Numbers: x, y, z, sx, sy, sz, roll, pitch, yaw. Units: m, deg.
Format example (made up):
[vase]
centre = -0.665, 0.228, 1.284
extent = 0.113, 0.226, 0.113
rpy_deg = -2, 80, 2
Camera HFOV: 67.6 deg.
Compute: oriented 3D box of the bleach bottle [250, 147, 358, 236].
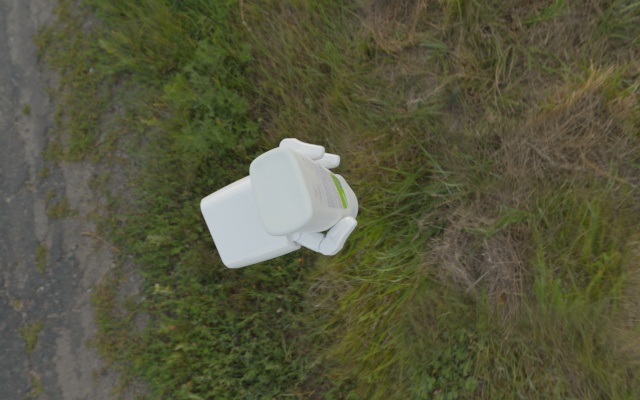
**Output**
[bleach bottle]
centre = 0.000, 0.002, 0.642
extent = 0.068, 0.102, 0.251
rpy_deg = -22, -15, 18
